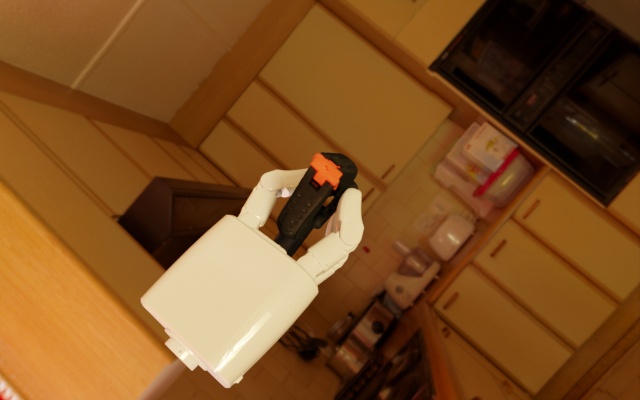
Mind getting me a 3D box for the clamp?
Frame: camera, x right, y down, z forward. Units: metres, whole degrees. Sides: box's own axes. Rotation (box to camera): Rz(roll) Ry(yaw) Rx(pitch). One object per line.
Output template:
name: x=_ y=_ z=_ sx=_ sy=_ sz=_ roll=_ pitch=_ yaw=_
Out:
clamp: x=-0.001 y=0.001 z=0.477 sx=0.164 sy=0.036 sz=0.210 roll=-45 pitch=-9 yaw=-24
